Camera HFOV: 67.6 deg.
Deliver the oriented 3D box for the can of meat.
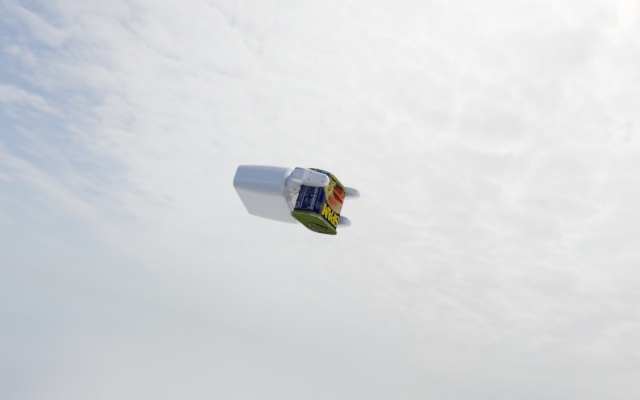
[{"bbox_3d":[0.000,0.002,0.812,0.057,0.084,0.102,6,-20,27],"label":"can of meat"}]
